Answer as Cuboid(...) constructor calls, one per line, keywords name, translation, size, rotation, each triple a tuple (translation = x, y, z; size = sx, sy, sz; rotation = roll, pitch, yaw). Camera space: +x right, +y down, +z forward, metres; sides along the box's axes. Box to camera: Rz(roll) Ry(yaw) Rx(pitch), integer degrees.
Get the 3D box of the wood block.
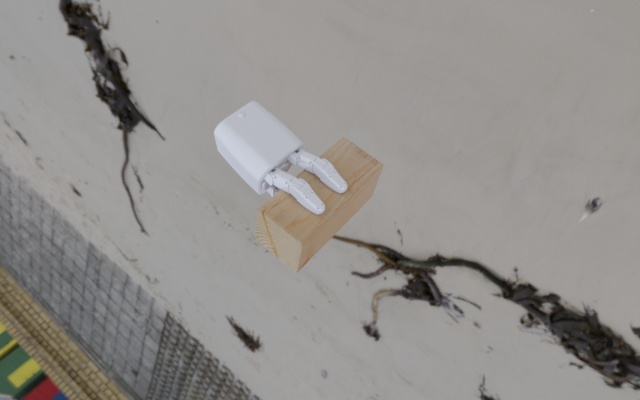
Cuboid(name="wood block", translation=(0.000, 0.003, 0.762), size=(0.206, 0.090, 0.091), rotation=(-43, -19, -32))
